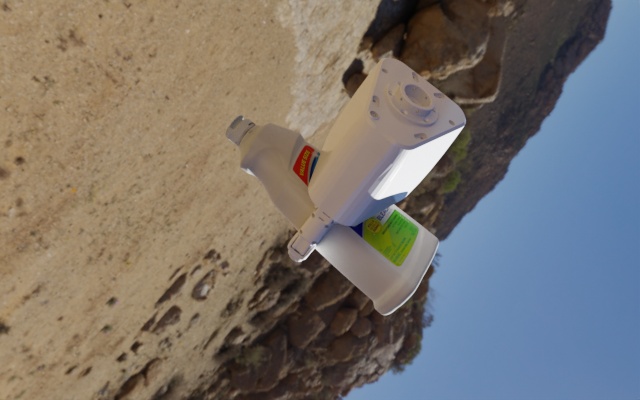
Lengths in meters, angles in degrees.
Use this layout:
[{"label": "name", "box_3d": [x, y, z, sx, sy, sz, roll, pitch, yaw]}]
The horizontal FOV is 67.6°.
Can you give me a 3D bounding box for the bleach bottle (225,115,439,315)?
[{"label": "bleach bottle", "box_3d": [0.000, 0.002, 0.503, 0.102, 0.251, 0.068, -48, -5, -44]}]
